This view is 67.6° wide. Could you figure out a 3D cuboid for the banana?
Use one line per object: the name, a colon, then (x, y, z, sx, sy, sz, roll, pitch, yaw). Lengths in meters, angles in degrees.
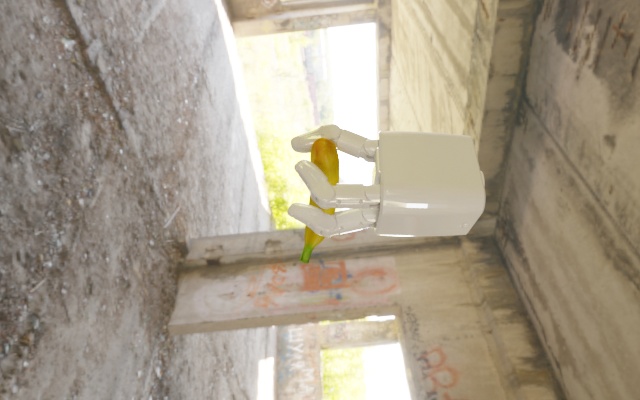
banana: (0.003, -0.008, 0.584, 0.037, 0.198, 0.069, 9, 43, 3)
